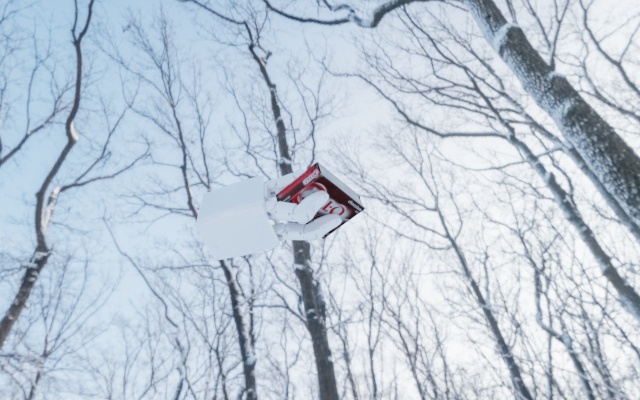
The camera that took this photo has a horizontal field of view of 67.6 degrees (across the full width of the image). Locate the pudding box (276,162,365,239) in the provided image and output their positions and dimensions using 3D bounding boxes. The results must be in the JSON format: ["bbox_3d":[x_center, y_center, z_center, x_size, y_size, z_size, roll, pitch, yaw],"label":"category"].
[{"bbox_3d":[0.000,0.002,0.747,0.090,0.039,0.113,-37,-47,21],"label":"pudding box"}]
